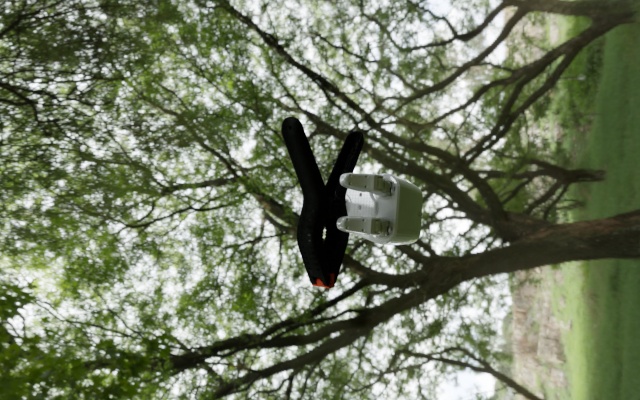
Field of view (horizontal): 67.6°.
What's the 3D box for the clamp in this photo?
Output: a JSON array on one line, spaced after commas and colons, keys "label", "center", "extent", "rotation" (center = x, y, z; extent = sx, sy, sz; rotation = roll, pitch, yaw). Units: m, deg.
[{"label": "clamp", "center": [-0.001, 0.002, 0.586], "extent": [0.036, 0.210, 0.164], "rotation": [3, -4, 34]}]
